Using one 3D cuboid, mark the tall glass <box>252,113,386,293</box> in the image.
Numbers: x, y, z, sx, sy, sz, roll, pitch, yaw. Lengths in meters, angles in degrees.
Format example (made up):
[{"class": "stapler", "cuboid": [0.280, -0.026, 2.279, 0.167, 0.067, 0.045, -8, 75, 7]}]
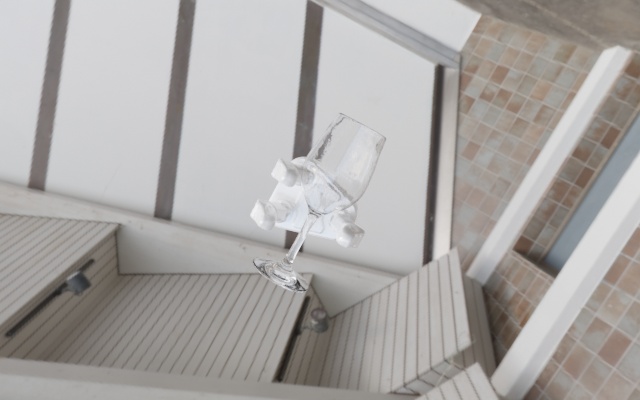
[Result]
[{"class": "tall glass", "cuboid": [0.000, 0.002, 0.552, 0.079, 0.201, 0.079, 28, 9, -5]}]
